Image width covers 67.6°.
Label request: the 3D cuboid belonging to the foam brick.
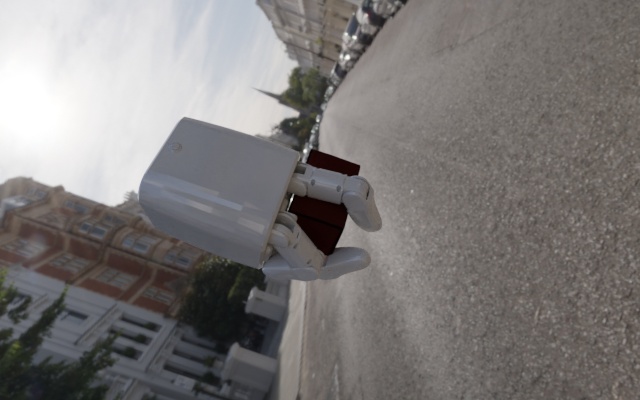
[{"bbox_3d":[0.000,0.001,0.443,0.051,0.078,0.053,19,-38,-1],"label":"foam brick"}]
